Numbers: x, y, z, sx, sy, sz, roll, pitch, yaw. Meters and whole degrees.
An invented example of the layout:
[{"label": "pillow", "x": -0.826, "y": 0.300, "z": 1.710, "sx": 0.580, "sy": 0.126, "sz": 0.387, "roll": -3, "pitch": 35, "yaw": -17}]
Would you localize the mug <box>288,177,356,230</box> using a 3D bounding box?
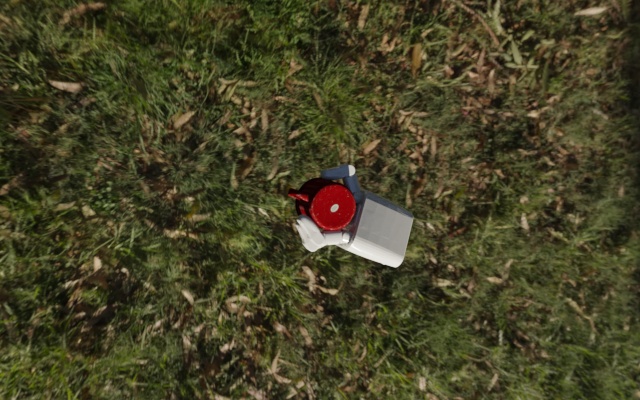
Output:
[{"label": "mug", "x": -0.001, "y": 0.002, "z": 0.825, "sx": 0.117, "sy": 0.093, "sz": 0.081, "roll": 22, "pitch": -3, "yaw": -18}]
